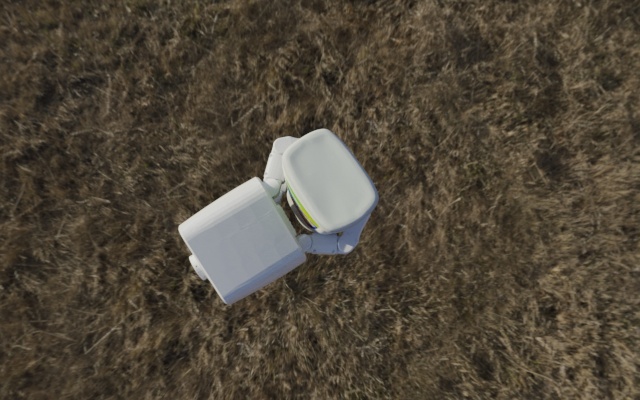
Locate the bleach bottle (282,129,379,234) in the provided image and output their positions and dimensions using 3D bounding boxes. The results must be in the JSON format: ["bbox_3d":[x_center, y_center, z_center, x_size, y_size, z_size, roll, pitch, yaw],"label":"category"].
[{"bbox_3d":[0.000,0.002,0.569,0.068,0.102,0.251,-33,-7,-9],"label":"bleach bottle"}]
